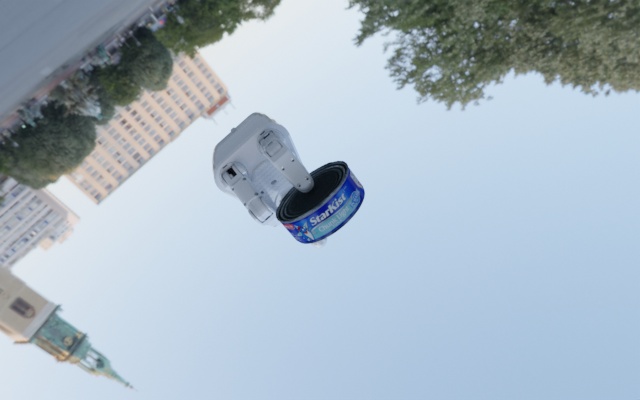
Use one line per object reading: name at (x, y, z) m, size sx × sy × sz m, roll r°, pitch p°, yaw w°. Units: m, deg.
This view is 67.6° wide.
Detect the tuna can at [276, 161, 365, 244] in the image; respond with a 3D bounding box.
tuna can at (0.000, 0.002, 0.465) m, size 0.086 × 0.034 × 0.086 m, roll -33°, pitch 23°, yaw 15°
